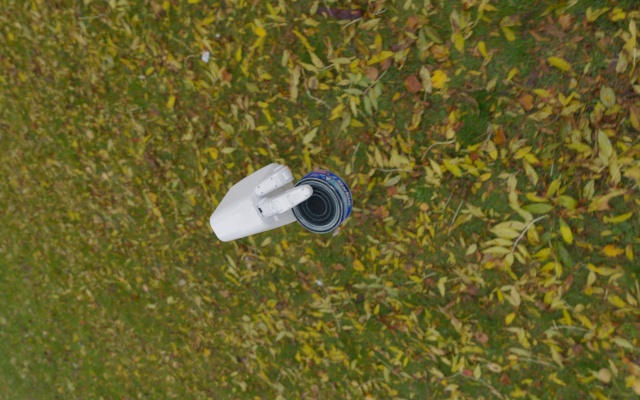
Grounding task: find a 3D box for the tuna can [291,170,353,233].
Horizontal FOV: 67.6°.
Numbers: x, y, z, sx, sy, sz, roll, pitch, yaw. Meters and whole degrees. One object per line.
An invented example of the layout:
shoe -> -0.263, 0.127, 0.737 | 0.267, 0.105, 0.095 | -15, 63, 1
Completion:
tuna can -> 0.000, 0.002, 0.672 | 0.086, 0.086, 0.033 | 0, 20, 28
